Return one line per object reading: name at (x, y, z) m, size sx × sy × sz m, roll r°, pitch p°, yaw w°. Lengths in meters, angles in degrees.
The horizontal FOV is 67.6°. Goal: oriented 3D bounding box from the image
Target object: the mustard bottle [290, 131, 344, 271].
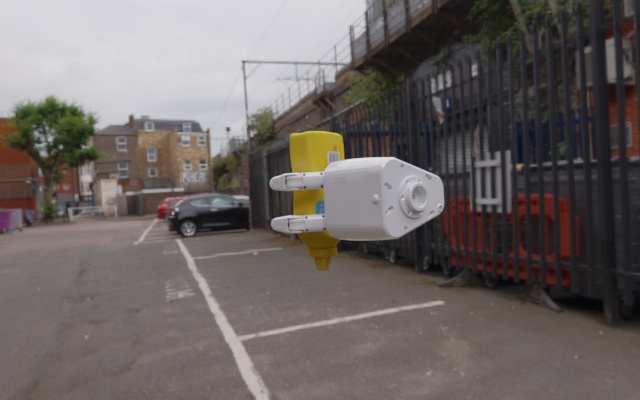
mustard bottle at (0.000, 0.002, 0.672) m, size 0.058 × 0.191 × 0.096 m, roll -2°, pitch 1°, yaw 31°
